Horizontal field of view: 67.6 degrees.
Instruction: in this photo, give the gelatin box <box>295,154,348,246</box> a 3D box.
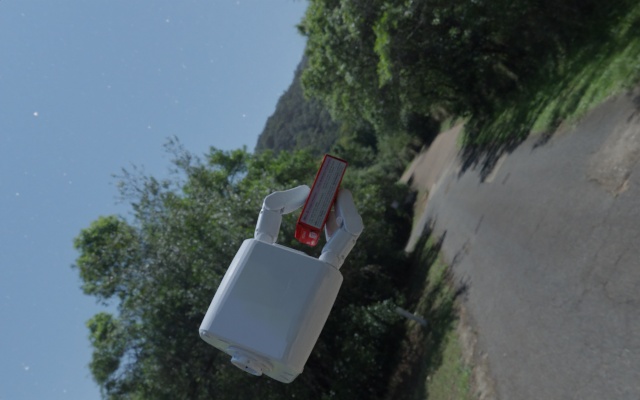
[{"bbox_3d":[0.000,0.001,0.544,0.030,0.089,0.073,21,-17,0],"label":"gelatin box"}]
